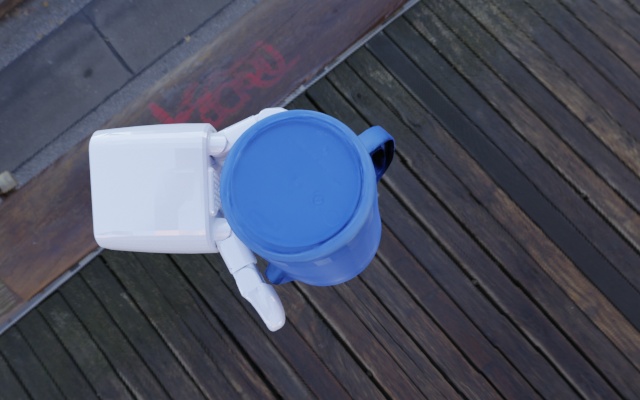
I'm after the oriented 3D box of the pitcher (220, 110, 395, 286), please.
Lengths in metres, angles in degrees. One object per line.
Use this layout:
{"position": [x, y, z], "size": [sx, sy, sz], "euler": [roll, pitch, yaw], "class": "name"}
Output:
{"position": [0.000, 0.001, 0.435], "size": [0.145, 0.149, 0.243], "euler": [-1, -11, 4], "class": "pitcher"}
